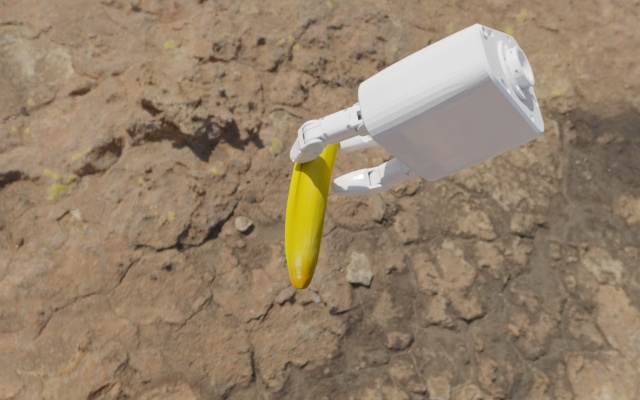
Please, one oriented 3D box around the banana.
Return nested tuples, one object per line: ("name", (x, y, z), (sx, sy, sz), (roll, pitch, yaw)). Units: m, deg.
("banana", (-0.005, -0.012, 0.482), (0.037, 0.197, 0.070), (-1, -35, 21))
